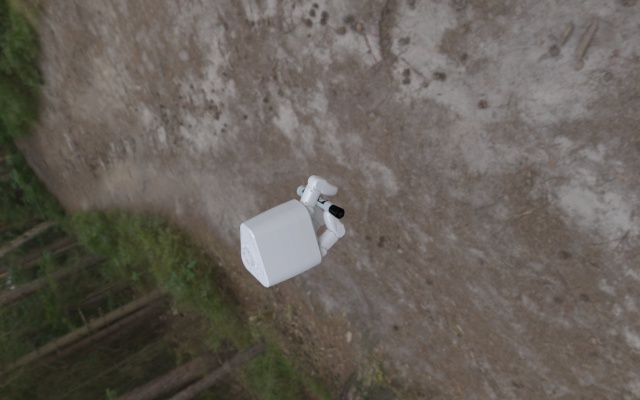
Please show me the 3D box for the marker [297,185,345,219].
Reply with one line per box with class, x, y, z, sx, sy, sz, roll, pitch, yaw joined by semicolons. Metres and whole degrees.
marker;0.000;0.003;0.808;0.020;0.020;0.121;0;20;-38
